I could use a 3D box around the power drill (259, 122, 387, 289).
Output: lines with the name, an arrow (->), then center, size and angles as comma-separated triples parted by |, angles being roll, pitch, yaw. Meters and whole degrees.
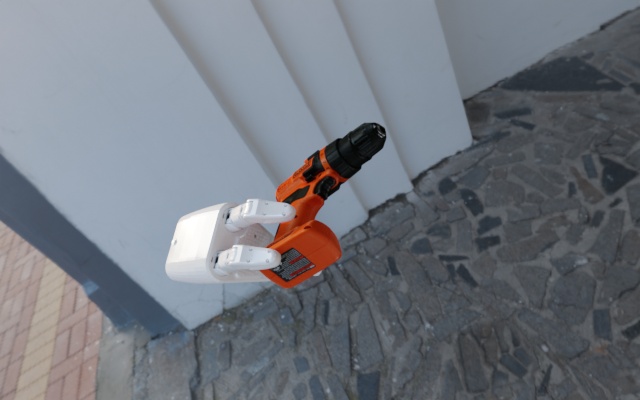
power drill -> 0.000, 0.002, 0.570 | 0.057, 0.187, 0.184 | 40, -53, -18
